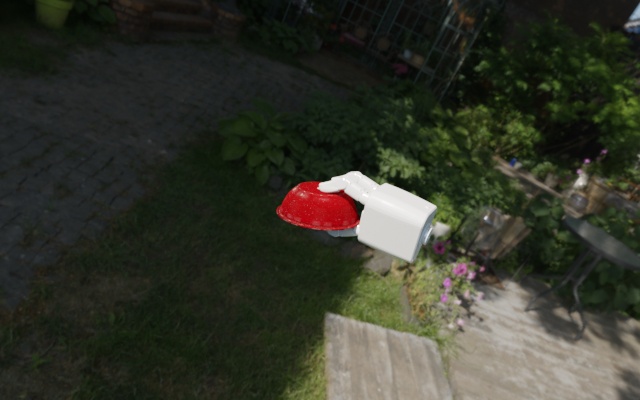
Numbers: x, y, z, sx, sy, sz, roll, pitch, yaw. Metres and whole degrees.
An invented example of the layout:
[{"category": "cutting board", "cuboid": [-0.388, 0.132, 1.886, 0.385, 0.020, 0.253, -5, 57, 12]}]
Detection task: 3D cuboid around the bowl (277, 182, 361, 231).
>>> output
[{"category": "bowl", "cuboid": [-0.001, 0.002, 0.898, 0.162, 0.055, 0.162, 6, 17, -2]}]
